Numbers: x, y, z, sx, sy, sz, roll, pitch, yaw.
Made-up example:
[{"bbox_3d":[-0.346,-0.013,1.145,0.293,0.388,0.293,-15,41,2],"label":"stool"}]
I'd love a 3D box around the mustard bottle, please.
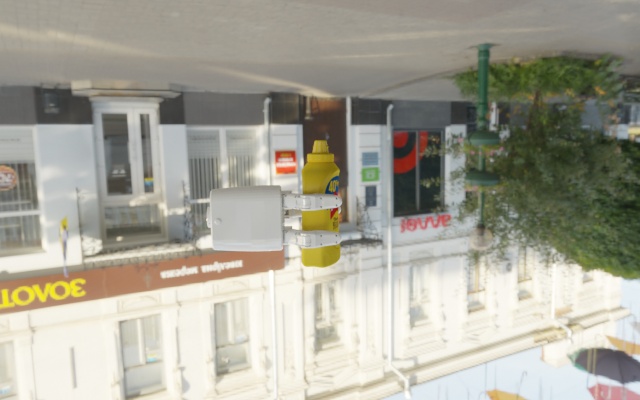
[{"bbox_3d":[0.000,0.003,0.747,0.058,0.191,0.096,1,7,18],"label":"mustard bottle"}]
